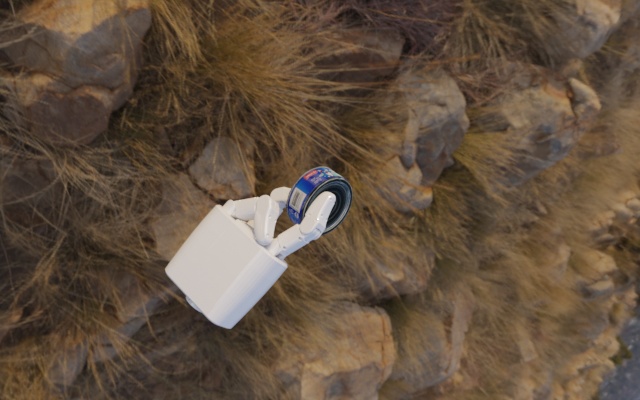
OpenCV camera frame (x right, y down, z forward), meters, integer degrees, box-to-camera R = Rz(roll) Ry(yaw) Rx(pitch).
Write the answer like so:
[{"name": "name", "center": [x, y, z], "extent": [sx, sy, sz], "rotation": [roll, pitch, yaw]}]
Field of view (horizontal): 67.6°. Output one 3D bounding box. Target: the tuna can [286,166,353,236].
[{"name": "tuna can", "center": [0.000, 0.002, 0.610], "extent": [0.086, 0.086, 0.033], "rotation": [0, 26, -45]}]
